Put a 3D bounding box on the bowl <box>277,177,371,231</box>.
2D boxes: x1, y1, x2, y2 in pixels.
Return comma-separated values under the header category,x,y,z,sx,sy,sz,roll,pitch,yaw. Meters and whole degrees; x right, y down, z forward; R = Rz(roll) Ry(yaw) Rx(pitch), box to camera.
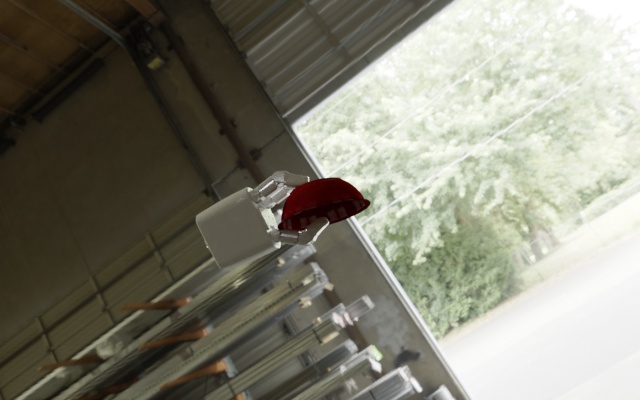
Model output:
category,x,y,z,sx,sy,sz,roll,pitch,yaw
bowl,0.001,0.002,0.805,0.162,0.055,0.162,-14,-14,-4
